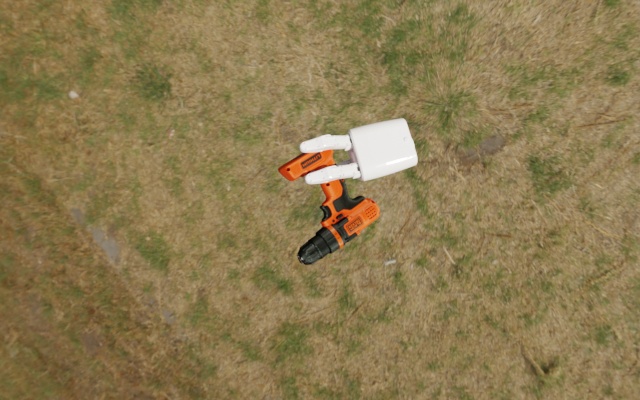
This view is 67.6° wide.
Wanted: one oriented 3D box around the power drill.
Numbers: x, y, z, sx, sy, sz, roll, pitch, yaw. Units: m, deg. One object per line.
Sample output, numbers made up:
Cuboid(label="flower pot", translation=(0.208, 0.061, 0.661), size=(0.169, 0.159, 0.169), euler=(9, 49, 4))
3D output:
Cuboid(label="power drill", translation=(0.000, 0.002, 0.881), size=(0.184, 0.188, 0.057), euler=(-35, 15, -19))
